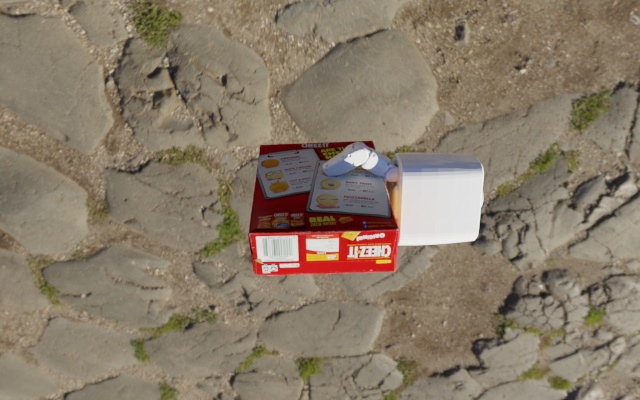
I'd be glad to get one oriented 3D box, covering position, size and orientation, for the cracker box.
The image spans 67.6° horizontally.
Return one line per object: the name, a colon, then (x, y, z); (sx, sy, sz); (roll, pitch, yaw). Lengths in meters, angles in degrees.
cracker box: (0.000, 0.002, 0.610); (0.164, 0.072, 0.213); (-2, 33, -2)
